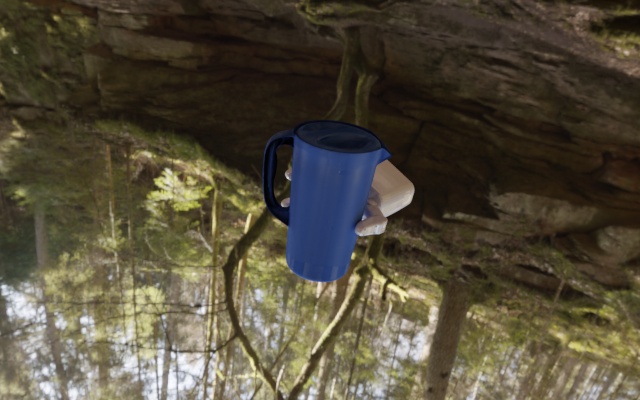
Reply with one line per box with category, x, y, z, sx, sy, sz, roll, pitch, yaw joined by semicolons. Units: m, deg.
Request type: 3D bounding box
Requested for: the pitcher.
pitcher;0.000;0.002;0.752;0.149;0.243;0.145;30;33;34
